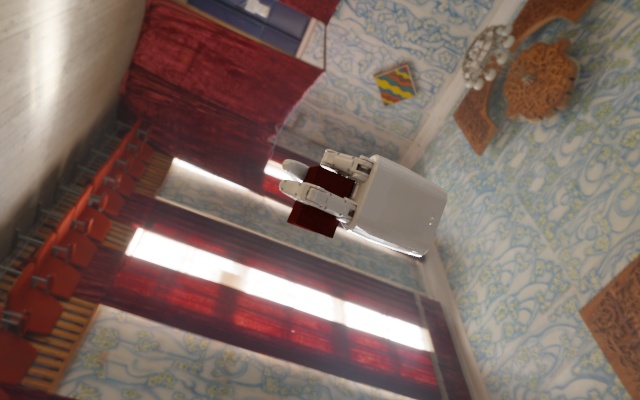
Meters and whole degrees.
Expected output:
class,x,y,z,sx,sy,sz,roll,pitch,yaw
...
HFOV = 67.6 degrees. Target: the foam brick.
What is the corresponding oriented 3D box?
class,x,y,z,sx,sy,sz,roll,pitch,yaw
foam brick,0.000,0.002,0.593,0.051,0.078,0.053,23,-4,-15
